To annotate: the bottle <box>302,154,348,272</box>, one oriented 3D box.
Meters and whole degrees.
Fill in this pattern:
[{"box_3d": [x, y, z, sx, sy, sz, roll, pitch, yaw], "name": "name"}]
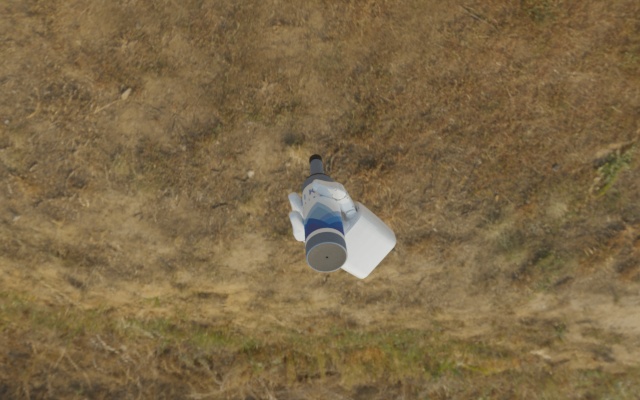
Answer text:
[{"box_3d": [0.000, 0.003, 0.871, 0.069, 0.069, 0.295, 0, 37, -5], "name": "bottle"}]
